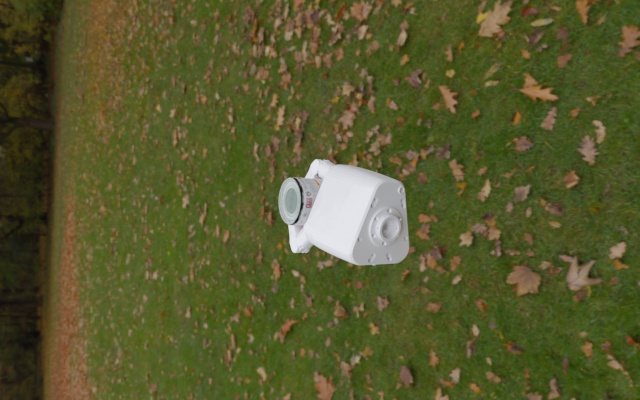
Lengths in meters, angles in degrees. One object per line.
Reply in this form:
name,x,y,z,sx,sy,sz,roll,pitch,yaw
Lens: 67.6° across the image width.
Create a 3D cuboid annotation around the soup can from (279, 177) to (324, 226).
soup can,0.000,0.002,0.682,0.102,0.068,0.068,2,-1,-32
